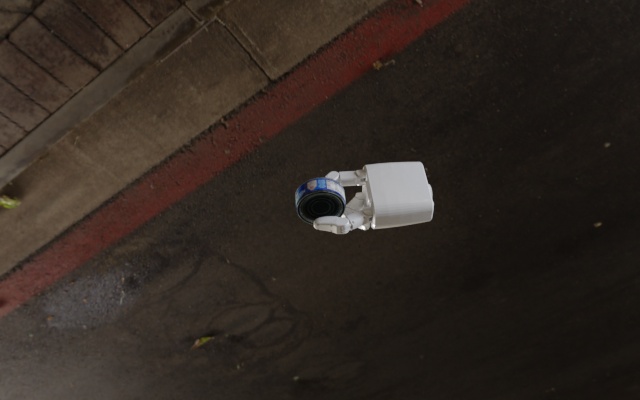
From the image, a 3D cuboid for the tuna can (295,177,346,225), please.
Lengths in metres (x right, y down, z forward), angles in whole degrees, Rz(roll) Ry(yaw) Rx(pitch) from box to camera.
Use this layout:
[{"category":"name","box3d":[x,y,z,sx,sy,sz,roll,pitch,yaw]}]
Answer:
[{"category":"tuna can","box3d":[0.000,0.003,0.813,0.086,0.086,0.033,-2,45,-2]}]
